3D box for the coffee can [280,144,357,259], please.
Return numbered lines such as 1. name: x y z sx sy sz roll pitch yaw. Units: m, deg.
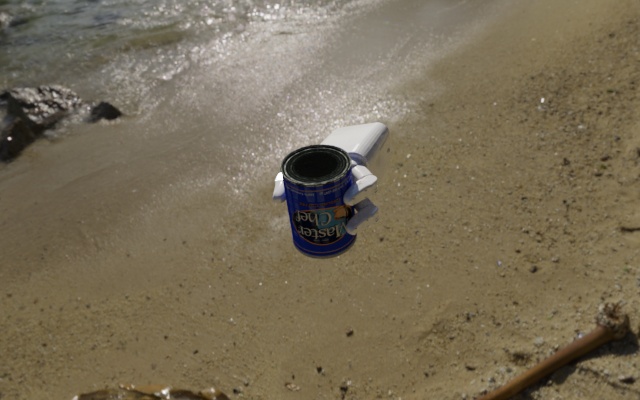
1. coffee can: 0.000 0.003 0.714 0.103 0.140 0.102 -4 38 3
